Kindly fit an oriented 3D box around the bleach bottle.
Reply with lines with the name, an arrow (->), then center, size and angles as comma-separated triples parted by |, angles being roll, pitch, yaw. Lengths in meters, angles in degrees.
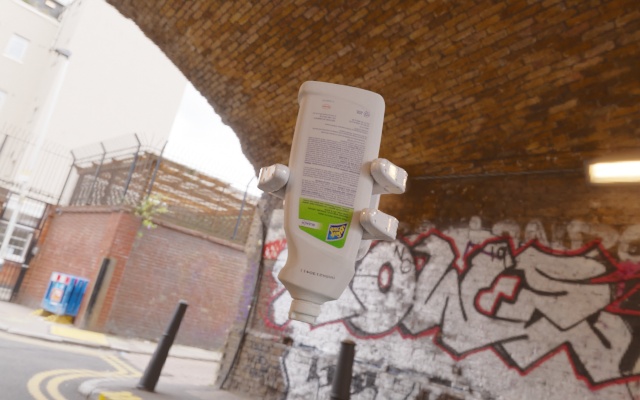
bleach bottle -> 0.000, 0.002, 0.511 | 0.102, 0.250, 0.068 | 11, -15, 7
